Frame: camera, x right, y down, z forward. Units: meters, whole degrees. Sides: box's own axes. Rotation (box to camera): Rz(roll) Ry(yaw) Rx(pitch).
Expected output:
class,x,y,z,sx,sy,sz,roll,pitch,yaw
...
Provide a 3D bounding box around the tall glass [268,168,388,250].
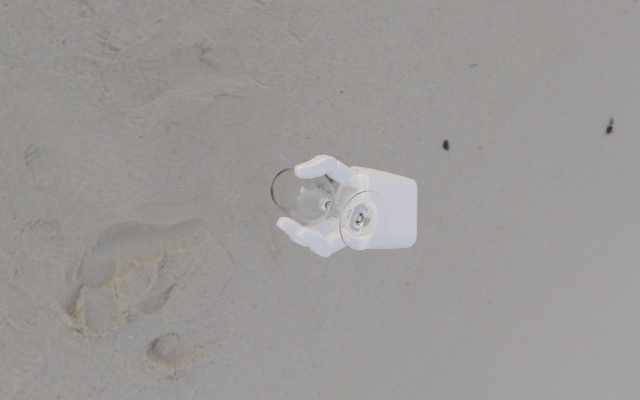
class,x,y,z,sx,sy,sz,roll,pitch,yaw
tall glass,0.000,0.002,0.655,0.079,0.079,0.201,0,13,-34
